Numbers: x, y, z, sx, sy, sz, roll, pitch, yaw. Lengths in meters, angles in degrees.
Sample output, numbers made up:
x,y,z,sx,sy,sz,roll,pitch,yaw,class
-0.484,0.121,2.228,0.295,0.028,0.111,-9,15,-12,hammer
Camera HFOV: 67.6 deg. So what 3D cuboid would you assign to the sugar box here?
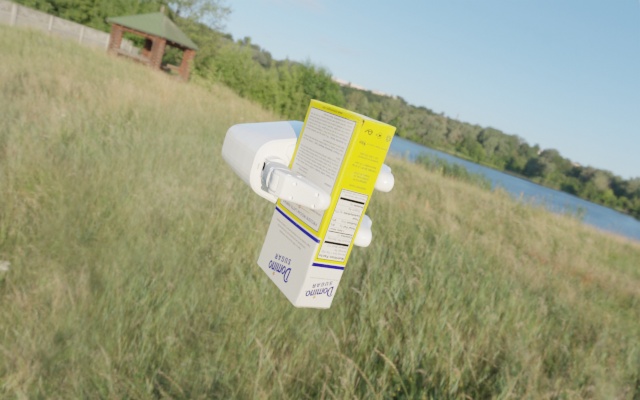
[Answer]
x,y,z,sx,sy,sz,roll,pitch,yaw,class
0.000,0.001,0.449,0.048,0.176,0.093,10,14,-33,sugar box
